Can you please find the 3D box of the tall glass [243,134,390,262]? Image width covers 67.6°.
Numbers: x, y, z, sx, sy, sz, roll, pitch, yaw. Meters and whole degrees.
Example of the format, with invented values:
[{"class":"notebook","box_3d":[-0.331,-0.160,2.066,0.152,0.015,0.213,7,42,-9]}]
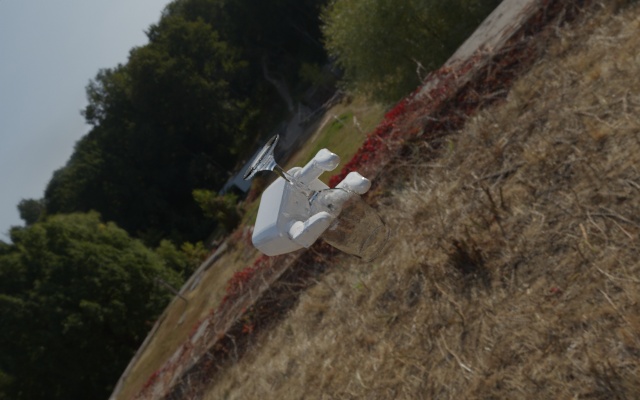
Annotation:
[{"class":"tall glass","box_3d":[0.000,0.002,0.636,0.201,0.079,0.079,37,-12,-16]}]
